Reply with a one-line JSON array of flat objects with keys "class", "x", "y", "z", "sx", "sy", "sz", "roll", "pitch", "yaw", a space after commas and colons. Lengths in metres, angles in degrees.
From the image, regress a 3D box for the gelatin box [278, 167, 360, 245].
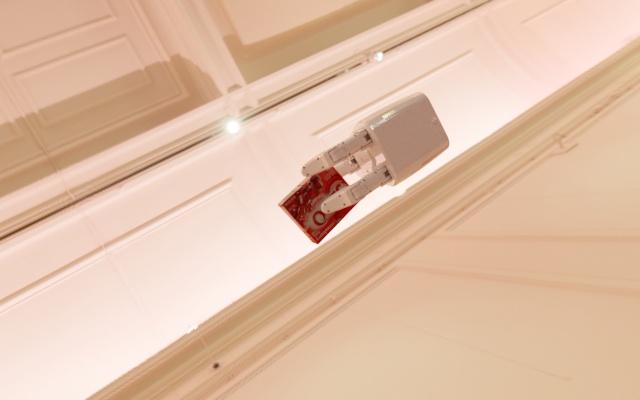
[{"class": "gelatin box", "x": 0.000, "y": 0.002, "z": 0.639, "sx": 0.089, "sy": 0.073, "sz": 0.030, "roll": -44, "pitch": 13, "yaw": -13}]
